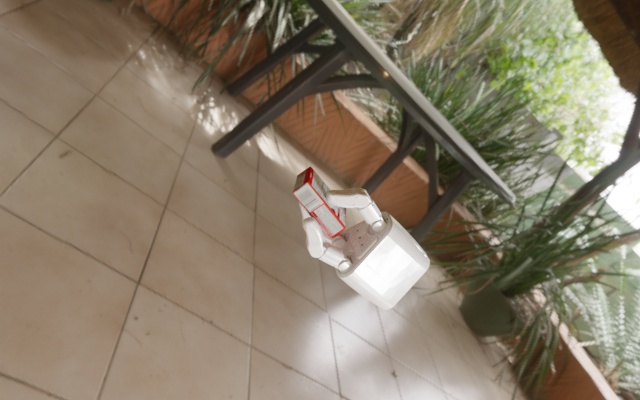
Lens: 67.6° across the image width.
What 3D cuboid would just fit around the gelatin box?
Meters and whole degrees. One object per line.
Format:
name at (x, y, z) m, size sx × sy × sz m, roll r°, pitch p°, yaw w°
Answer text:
gelatin box at (0.000, 0.002, 0.679) m, size 0.030 × 0.089 × 0.073 m, roll -35°, pitch 16°, yaw 15°
